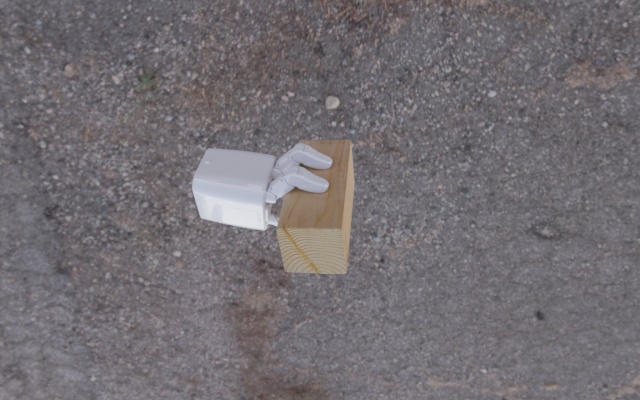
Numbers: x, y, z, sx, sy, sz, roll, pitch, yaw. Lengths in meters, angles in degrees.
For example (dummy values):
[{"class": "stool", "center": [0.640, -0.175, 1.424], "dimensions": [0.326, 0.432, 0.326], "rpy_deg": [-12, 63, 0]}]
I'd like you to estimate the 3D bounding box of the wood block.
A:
[{"class": "wood block", "center": [0.000, 0.003, 0.721], "dimensions": [0.090, 0.091, 0.206], "rpy_deg": [0, 41, 8]}]
